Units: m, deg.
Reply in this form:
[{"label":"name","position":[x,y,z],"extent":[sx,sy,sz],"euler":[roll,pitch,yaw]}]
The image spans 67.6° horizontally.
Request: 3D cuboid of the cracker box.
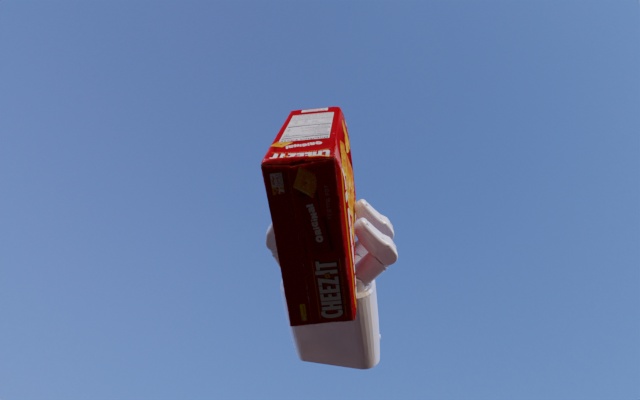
[{"label":"cracker box","position":[0.000,0.002,0.510],"extent":[0.072,0.164,0.213],"euler":[-6,22,6]}]
